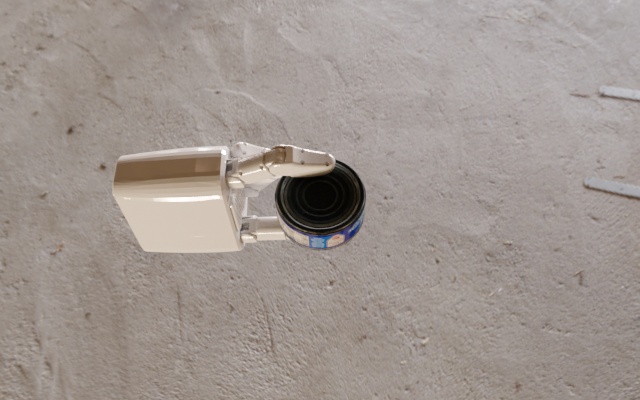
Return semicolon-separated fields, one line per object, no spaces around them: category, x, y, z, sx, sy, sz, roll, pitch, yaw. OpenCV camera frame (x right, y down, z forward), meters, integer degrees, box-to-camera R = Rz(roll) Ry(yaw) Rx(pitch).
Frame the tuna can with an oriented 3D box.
tuna can;0.000;0.001;0.450;0.086;0.086;0.034;0;-30;1
